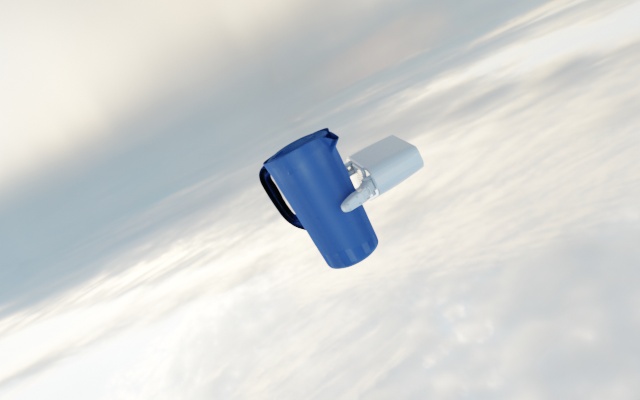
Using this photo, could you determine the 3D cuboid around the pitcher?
[{"bbox_3d":[0.000,0.003,0.879,0.145,0.243,0.149,-31,13,-12],"label":"pitcher"}]
